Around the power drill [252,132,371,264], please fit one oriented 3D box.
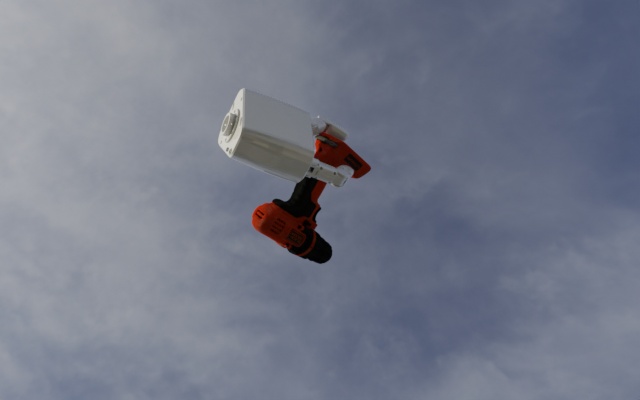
[{"bbox_3d":[0.000,0.002,0.758,0.057,0.187,0.184,30,-4,41],"label":"power drill"}]
